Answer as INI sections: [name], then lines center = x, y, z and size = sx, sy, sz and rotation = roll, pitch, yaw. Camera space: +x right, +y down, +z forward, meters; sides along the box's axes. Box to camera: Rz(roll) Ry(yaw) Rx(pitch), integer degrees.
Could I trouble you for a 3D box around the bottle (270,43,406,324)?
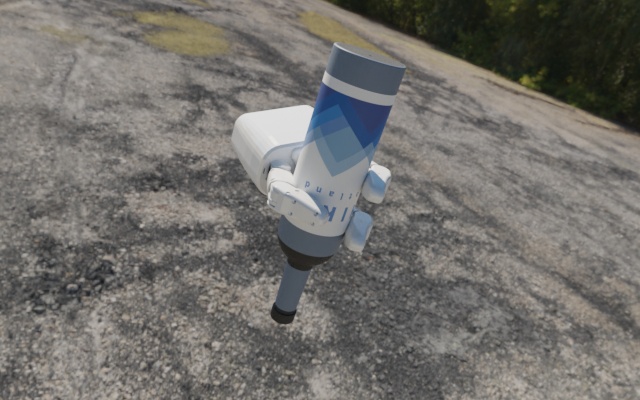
[bottle]
center = 0.000, 0.001, 0.472
size = 0.069, 0.296, 0.069
rotation = 16, 24, -7
